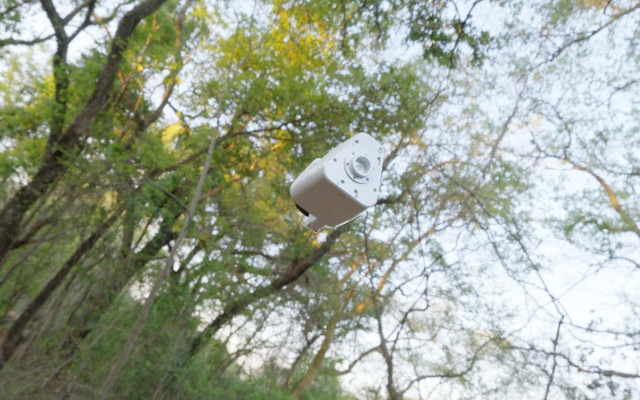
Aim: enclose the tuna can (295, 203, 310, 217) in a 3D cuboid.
[{"bbox_3d":[0.000,0.002,0.834,0.086,0.033,0.086,18,-30,11],"label":"tuna can"}]
